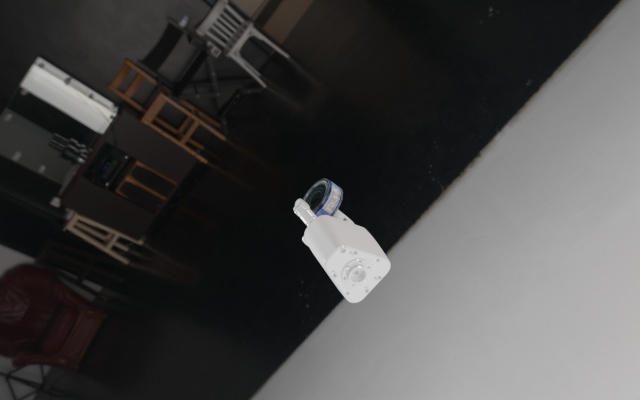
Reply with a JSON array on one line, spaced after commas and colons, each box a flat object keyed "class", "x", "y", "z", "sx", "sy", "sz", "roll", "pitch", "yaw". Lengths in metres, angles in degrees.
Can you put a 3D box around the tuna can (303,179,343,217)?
[{"class": "tuna can", "x": 0.000, "y": 0.003, "z": 0.878, "sx": 0.034, "sy": 0.086, "sz": 0.086, "roll": 35, "pitch": -17, "yaw": -25}]
